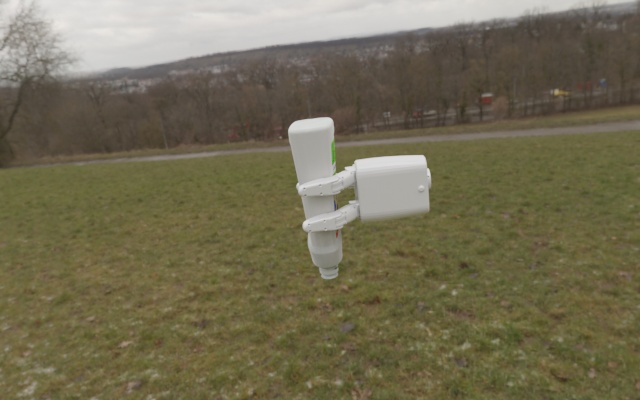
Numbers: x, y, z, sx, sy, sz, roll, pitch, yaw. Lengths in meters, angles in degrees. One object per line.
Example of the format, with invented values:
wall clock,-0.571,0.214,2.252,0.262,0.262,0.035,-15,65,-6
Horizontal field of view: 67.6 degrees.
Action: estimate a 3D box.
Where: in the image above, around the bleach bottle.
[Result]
bleach bottle,0.000,0.002,0.756,0.068,0.251,0.102,-6,19,6
